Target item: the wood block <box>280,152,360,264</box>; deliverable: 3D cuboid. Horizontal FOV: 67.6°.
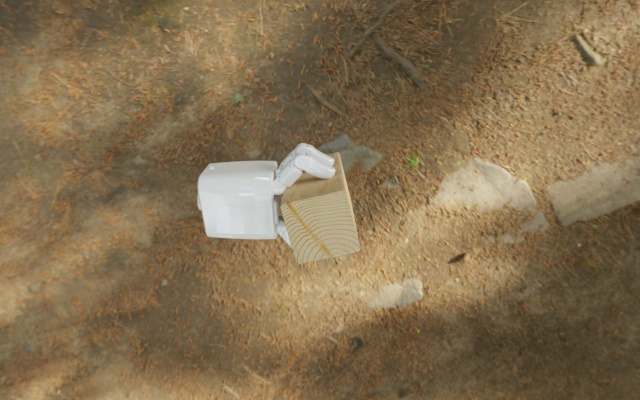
[{"bbox_3d":[0.000,0.003,0.719,0.090,0.091,0.206,-13,19,4],"label":"wood block"}]
